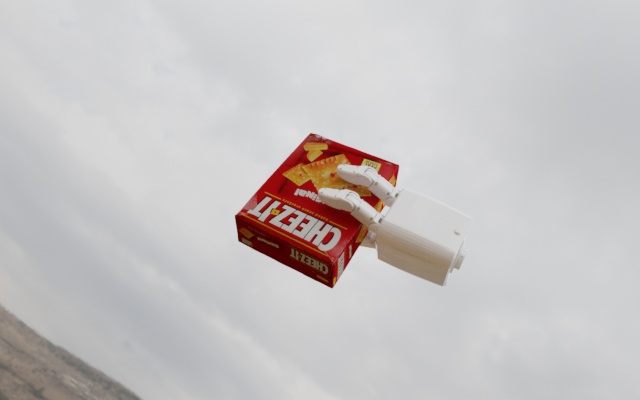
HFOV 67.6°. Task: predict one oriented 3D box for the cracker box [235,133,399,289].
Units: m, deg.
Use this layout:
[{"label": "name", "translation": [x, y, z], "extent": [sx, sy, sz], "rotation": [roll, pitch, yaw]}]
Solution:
[{"label": "cracker box", "translation": [0.000, 0.002, 0.721], "extent": [0.164, 0.072, 0.213], "rotation": [24, 52, 19]}]
